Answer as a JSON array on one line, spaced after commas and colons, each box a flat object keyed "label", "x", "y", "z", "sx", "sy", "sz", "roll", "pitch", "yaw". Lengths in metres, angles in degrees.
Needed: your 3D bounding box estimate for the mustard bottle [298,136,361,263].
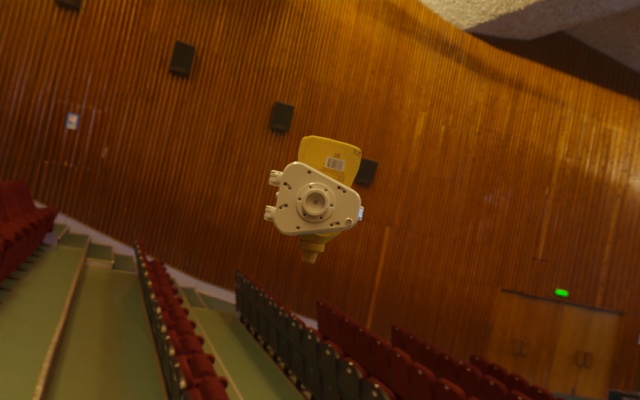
[{"label": "mustard bottle", "x": 0.000, "y": 0.002, "z": 0.743, "sx": 0.096, "sy": 0.191, "sz": 0.058, "roll": 12, "pitch": -2, "yaw": -24}]
